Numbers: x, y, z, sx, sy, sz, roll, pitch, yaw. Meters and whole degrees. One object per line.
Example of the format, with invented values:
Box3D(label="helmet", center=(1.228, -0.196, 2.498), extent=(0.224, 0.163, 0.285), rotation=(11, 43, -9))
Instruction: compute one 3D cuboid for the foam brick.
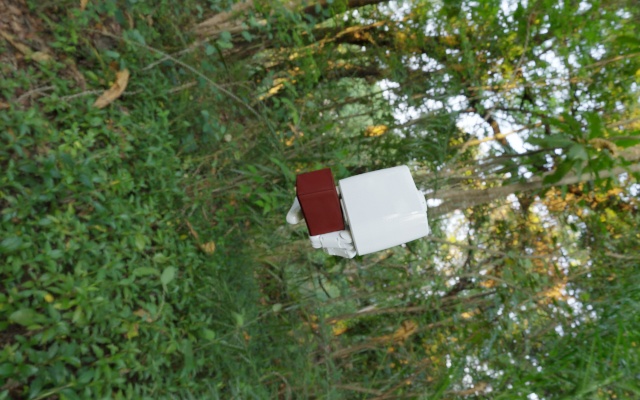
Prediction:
Box3D(label="foam brick", center=(0.000, 0.002, 0.672), extent=(0.051, 0.078, 0.053), rotation=(-12, 38, 7))
